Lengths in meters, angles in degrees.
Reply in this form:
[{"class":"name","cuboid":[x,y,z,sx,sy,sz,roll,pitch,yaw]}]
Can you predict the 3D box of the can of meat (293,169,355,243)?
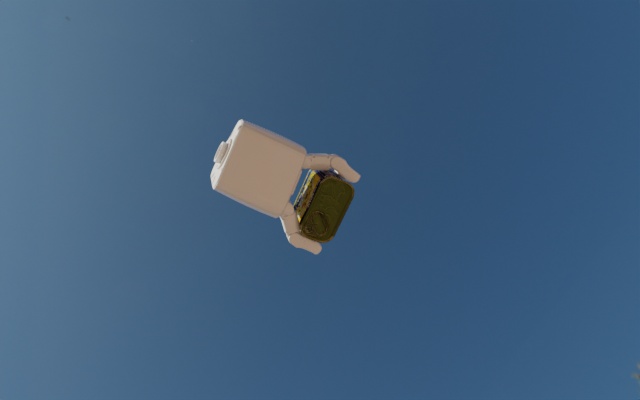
[{"class":"can of meat","cuboid":[0.000,0.002,0.745,0.057,0.102,0.084,21,12,-21]}]
